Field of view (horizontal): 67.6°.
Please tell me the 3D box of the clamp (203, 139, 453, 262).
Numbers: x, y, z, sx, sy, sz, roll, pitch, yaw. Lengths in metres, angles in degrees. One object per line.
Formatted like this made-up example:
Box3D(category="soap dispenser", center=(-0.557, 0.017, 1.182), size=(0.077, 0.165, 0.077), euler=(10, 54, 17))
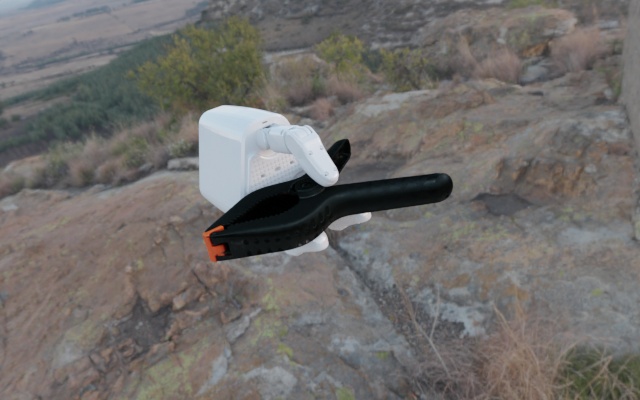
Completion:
Box3D(category="clamp", center=(-0.001, 0.001, 0.426), size=(0.210, 0.036, 0.164), euler=(-29, 31, -30))
